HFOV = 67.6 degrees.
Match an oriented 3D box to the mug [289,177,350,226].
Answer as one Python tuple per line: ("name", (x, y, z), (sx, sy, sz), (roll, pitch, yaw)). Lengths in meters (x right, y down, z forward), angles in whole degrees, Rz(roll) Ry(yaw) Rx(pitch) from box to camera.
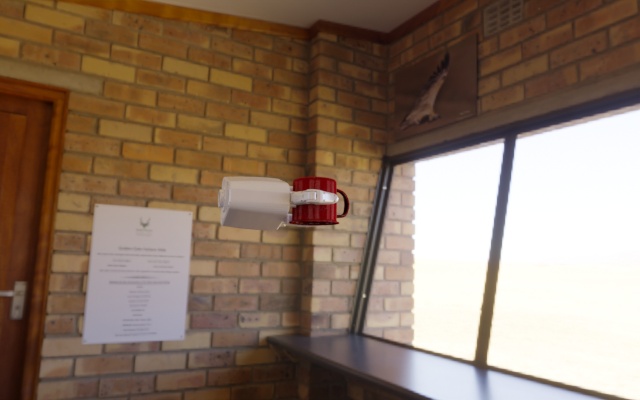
("mug", (0.002, 0.003, 0.882), (0.117, 0.081, 0.093), (3, -8, -21))
